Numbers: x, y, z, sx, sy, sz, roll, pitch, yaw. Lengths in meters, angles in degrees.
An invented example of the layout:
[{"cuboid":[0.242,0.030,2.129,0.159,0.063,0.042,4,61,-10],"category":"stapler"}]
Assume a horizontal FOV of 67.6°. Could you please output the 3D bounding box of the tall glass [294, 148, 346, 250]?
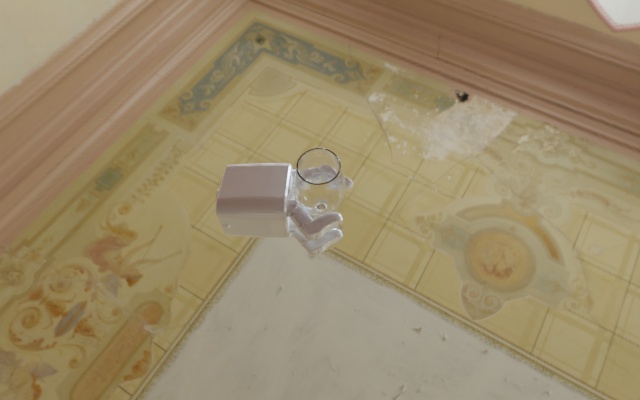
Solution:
[{"cuboid":[0.000,0.003,0.743,0.079,0.079,0.201,0,-30,2],"category":"tall glass"}]
